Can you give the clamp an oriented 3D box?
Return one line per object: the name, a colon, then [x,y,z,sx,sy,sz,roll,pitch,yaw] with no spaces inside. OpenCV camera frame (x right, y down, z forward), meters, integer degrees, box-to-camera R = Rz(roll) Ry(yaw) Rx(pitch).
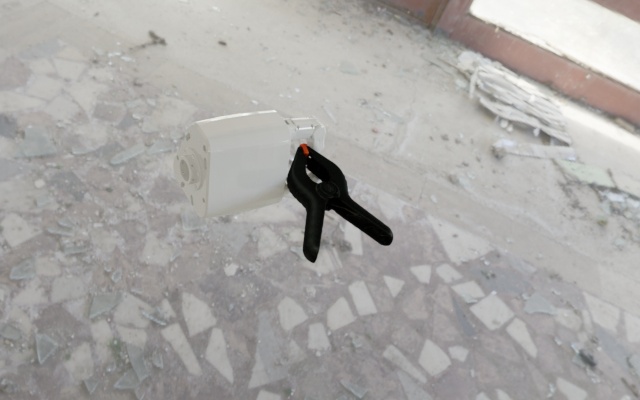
clamp: [0.000,0.001,0.585,0.120,0.171,0.039,-14,-35,-39]
